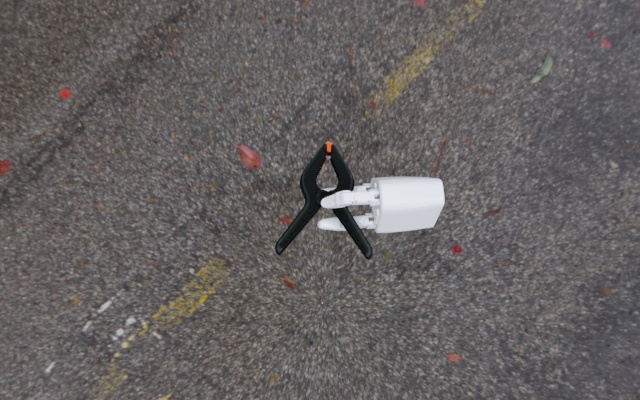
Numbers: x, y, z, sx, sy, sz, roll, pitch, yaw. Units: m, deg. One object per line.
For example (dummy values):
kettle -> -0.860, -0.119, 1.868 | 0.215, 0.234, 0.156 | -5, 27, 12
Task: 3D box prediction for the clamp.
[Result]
clamp -> 0.000, 0.002, 0.826 | 0.164, 0.210, 0.036 | -3, -12, -4
